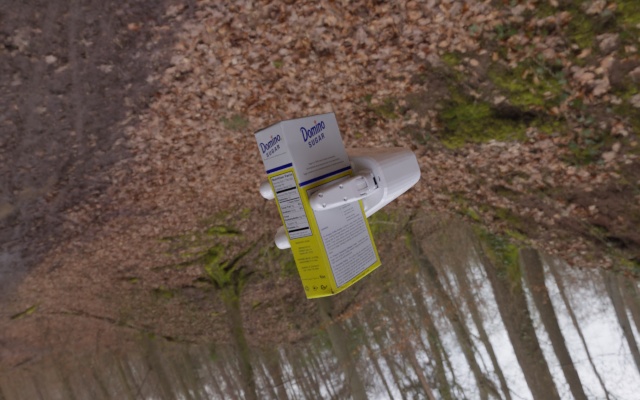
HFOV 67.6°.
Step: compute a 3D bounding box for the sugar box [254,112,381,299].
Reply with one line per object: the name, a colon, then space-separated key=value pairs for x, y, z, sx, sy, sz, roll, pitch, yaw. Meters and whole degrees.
sugar box: x=0.000 y=0.002 z=0.496 sx=0.048 sy=0.176 sz=0.093 roll=-17 pitch=3 yaw=39
